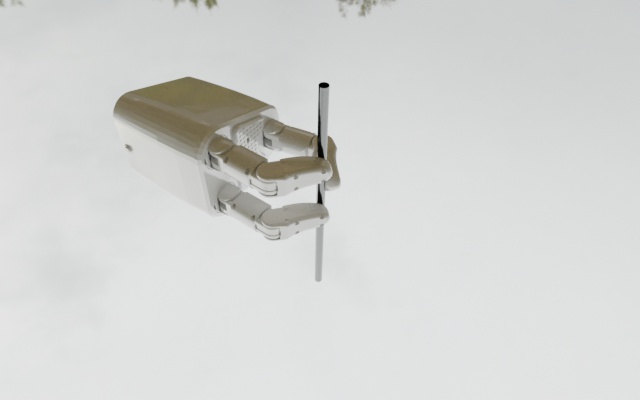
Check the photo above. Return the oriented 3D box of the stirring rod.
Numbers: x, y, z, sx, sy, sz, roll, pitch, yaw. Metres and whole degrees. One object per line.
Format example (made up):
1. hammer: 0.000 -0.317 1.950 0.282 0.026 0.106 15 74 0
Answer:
1. stirring rod: 0.000 0.001 0.423 0.011 0.011 0.240 0 -43 -2
